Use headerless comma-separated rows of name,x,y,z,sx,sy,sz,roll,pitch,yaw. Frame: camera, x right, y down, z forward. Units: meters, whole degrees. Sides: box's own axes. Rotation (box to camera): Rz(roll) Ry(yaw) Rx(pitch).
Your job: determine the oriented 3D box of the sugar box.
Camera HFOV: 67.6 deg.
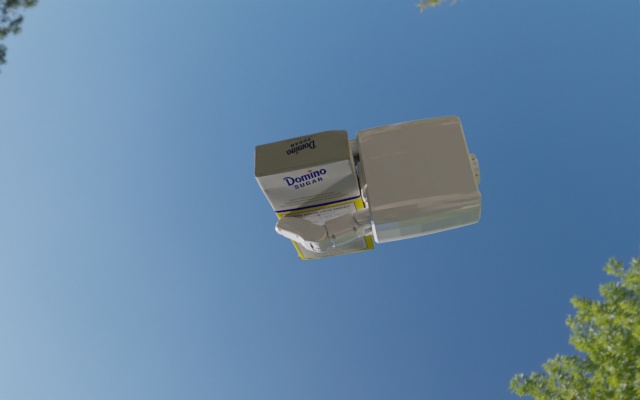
sugar box,0.000,0.001,0.514,0.093,0.048,0.176,-10,-37,7
